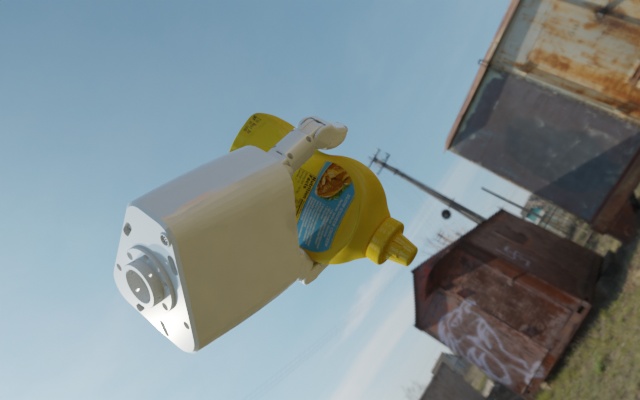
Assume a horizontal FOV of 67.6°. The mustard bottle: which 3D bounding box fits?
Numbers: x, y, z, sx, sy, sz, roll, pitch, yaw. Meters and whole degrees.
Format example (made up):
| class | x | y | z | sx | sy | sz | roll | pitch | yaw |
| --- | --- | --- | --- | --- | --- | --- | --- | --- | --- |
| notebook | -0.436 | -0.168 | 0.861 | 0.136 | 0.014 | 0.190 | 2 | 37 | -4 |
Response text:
| class | x | y | z | sx | sy | sz | roll | pitch | yaw |
| --- | --- | --- | --- | --- | --- | --- | --- | --- | --- |
| mustard bottle | 0.000 | 0.001 | 0.427 | 0.191 | 0.096 | 0.058 | 31 | 15 | 24 |
